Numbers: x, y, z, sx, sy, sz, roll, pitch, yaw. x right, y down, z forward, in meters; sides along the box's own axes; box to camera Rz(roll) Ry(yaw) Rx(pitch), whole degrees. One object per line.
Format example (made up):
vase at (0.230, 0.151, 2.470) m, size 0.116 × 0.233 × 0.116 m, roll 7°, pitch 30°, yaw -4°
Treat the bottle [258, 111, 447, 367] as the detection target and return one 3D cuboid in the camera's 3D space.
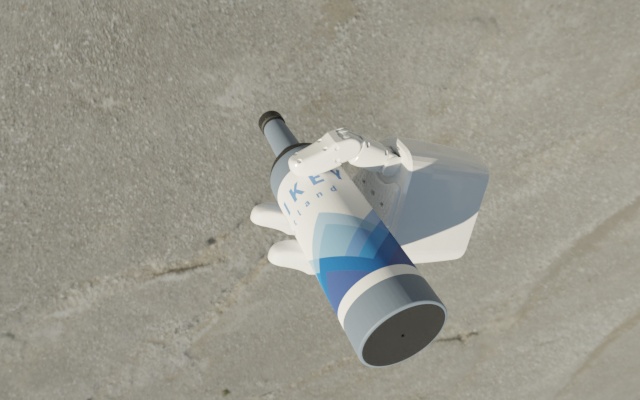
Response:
bottle at (0.000, 0.001, 0.417) m, size 0.069 × 0.069 × 0.295 m, roll 0°, pitch 37°, yaw -28°
